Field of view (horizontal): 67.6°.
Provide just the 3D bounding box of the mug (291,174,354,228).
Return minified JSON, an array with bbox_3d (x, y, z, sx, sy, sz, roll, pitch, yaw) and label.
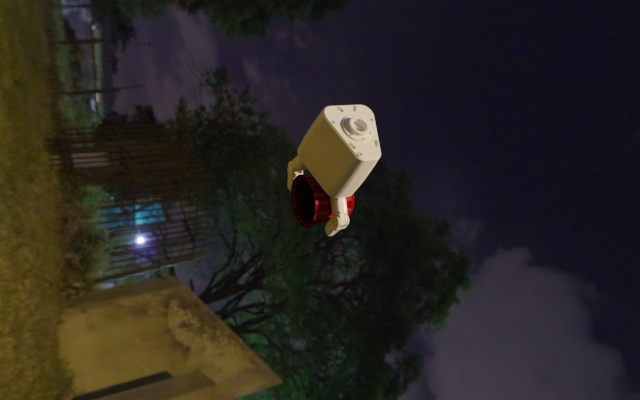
[{"bbox_3d":[0.000,0.003,0.839,0.081,0.093,0.117,-7,-24,-28],"label":"mug"}]
